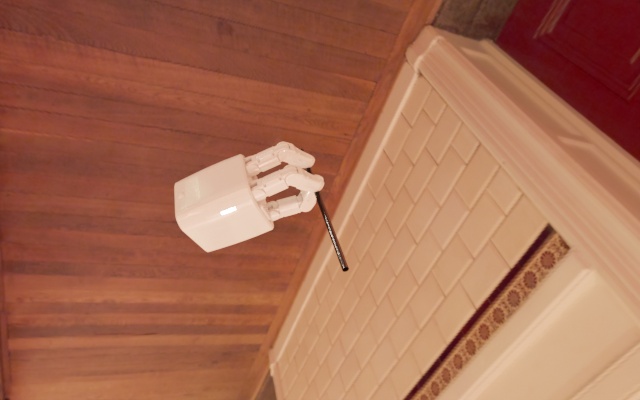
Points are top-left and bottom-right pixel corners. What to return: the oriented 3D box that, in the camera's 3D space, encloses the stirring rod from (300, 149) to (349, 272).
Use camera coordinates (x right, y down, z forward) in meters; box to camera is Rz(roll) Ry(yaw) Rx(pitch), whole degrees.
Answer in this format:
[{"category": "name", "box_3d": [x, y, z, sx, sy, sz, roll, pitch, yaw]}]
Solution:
[{"category": "stirring rod", "box_3d": [0.000, 0.002, 0.639, 0.011, 0.011, 0.239, 0, 40, -19]}]
